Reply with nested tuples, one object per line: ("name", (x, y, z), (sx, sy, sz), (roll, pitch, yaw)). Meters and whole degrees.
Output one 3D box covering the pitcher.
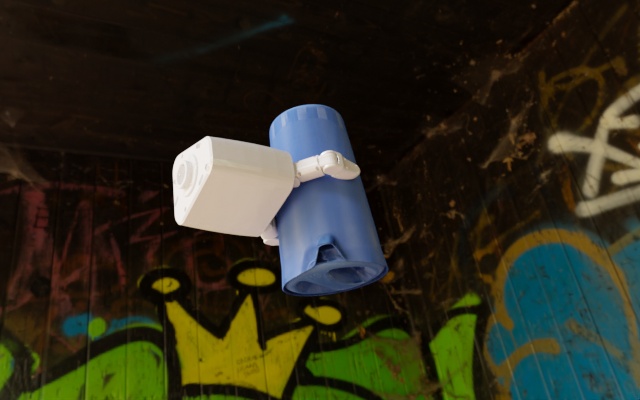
("pitcher", (0.000, 0.002, 0.648), (0.145, 0.242, 0.149), (10, -32, -36))
